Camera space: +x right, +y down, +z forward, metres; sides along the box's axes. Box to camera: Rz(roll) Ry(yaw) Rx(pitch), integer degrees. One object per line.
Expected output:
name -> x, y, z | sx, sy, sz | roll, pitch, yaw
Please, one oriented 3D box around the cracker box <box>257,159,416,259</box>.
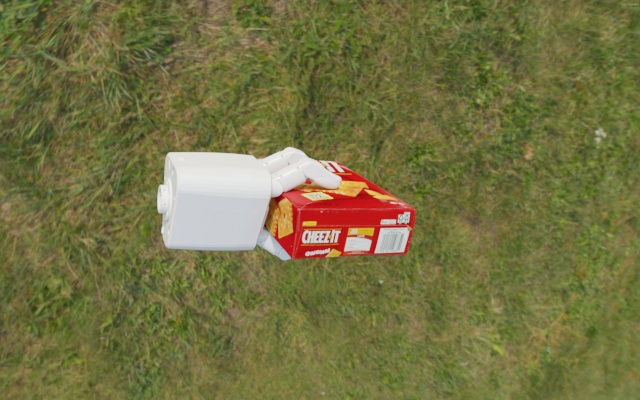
cracker box -> 0.000, 0.002, 0.647 | 0.164, 0.072, 0.213 | 1, 20, -27
